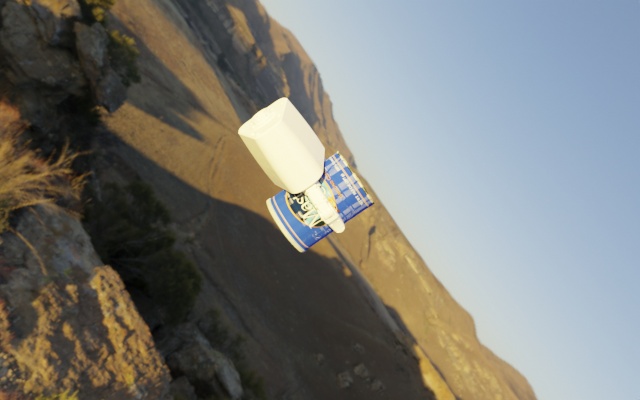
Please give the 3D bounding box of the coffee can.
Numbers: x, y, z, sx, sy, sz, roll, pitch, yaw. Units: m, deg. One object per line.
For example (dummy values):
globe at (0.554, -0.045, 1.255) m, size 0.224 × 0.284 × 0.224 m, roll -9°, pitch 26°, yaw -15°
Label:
coffee can at (0.000, 0.003, 0.764) m, size 0.140 × 0.103 × 0.103 m, roll -35°, pitch -3°, yaw 4°
